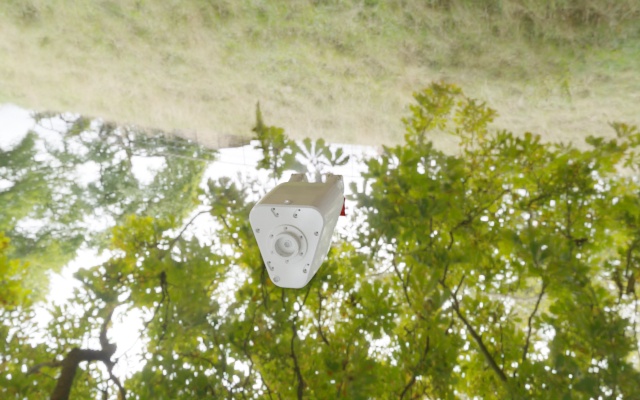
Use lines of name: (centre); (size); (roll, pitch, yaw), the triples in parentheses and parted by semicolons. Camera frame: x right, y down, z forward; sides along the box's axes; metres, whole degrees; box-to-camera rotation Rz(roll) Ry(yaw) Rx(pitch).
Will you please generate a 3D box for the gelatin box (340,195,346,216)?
gelatin box: (0.000, 0.003, 0.744); (0.073, 0.030, 0.089); (-1, 11, -1)
